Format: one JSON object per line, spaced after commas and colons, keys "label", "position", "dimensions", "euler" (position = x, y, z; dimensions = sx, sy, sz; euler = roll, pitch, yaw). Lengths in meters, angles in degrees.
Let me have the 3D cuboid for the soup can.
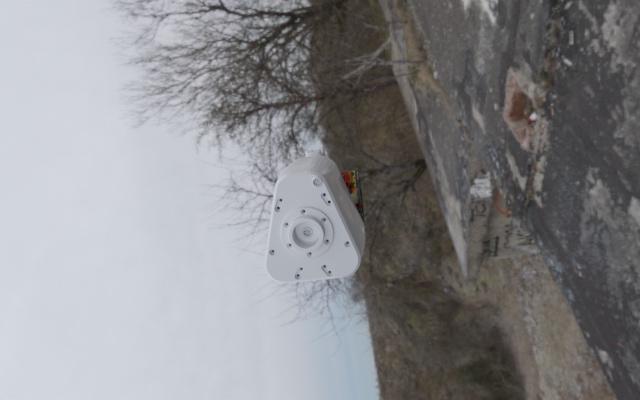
{"label": "soup can", "position": [0.000, 0.002, 0.591], "dimensions": [0.102, 0.068, 0.068], "euler": [-7, -1, 6]}
